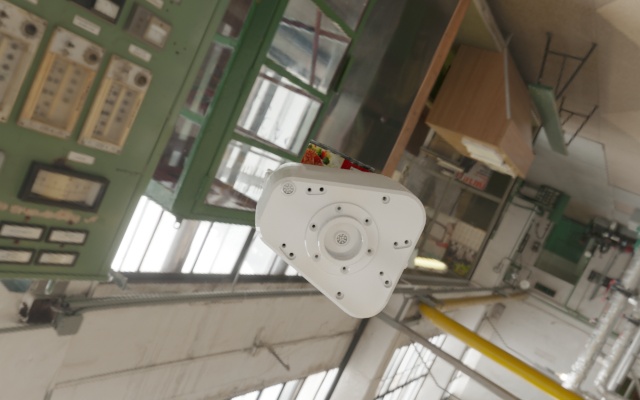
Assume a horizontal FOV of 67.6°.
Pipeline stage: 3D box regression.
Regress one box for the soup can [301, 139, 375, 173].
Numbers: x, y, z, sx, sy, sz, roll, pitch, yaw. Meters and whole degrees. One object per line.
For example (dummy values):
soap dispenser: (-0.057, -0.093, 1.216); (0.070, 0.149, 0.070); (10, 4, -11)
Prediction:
soup can: (0.000, 0.002, 0.460); (0.068, 0.102, 0.068); (25, 5, -2)
